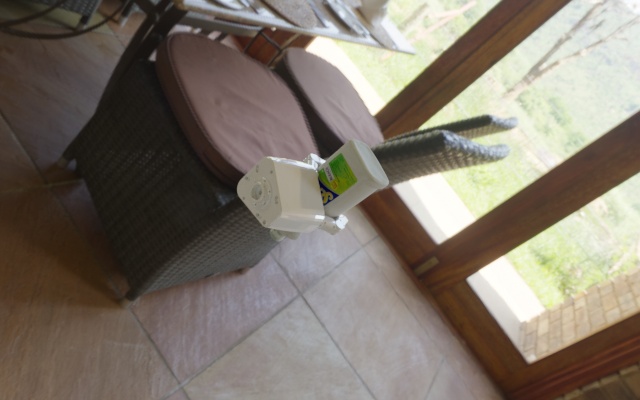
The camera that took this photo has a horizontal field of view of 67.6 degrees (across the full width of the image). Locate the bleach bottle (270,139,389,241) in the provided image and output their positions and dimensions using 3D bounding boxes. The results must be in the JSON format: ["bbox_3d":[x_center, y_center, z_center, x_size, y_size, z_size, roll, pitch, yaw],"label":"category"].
[{"bbox_3d":[0.000,0.003,0.871,0.251,0.102,0.068,-40,-29,28],"label":"bleach bottle"}]
